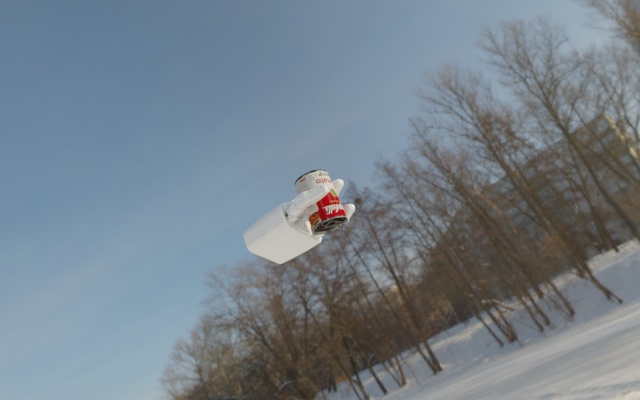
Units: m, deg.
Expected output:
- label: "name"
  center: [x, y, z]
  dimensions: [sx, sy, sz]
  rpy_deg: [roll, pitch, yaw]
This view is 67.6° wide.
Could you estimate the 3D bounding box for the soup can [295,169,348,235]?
- label: "soup can"
  center: [0.000, 0.002, 0.875]
  dimensions: [0.068, 0.102, 0.068]
  rpy_deg: [-19, -22, -8]
